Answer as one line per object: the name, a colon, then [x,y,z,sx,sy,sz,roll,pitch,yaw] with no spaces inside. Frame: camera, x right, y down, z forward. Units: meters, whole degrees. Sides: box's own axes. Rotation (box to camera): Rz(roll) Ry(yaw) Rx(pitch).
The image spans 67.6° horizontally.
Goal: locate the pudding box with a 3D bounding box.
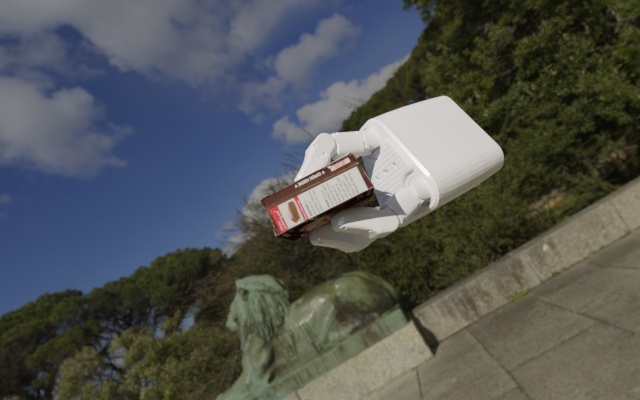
pudding box: [0.000,0.001,0.438,0.090,0.039,0.113,-28,-10,0]
